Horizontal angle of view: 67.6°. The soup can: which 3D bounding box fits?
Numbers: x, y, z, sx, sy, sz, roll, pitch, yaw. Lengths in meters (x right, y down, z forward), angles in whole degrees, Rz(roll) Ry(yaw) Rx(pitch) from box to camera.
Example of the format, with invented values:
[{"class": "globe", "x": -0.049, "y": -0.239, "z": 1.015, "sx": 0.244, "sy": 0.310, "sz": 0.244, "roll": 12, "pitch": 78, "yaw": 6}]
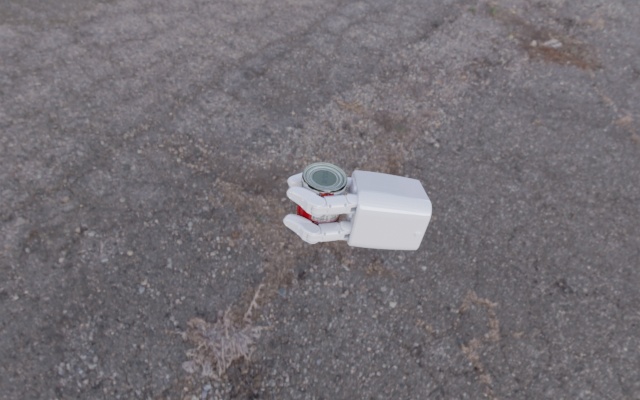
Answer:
[{"class": "soup can", "x": 0.000, "y": 0.002, "z": 0.716, "sx": 0.068, "sy": 0.102, "sz": 0.068, "roll": 6, "pitch": 42, "yaw": -5}]
